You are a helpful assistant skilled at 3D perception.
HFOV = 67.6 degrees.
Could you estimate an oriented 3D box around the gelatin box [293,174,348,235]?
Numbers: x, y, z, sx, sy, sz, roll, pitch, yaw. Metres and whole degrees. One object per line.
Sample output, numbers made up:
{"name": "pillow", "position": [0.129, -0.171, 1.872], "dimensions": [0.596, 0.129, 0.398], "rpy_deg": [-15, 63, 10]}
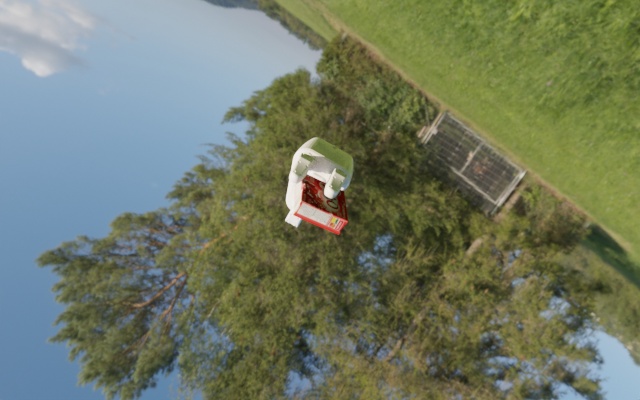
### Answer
{"name": "gelatin box", "position": [0.000, 0.003, 0.689], "dimensions": [0.073, 0.030, 0.089], "rpy_deg": [25, 27, -14]}
